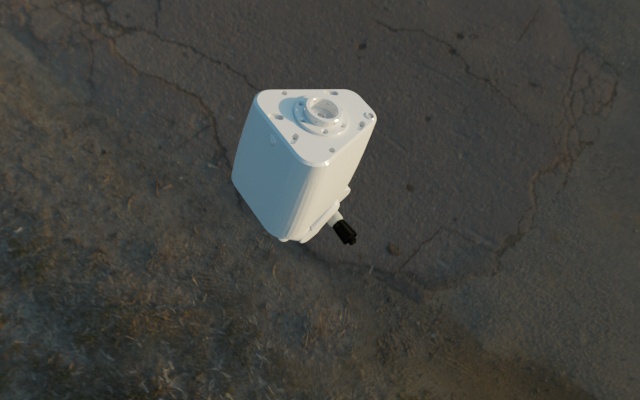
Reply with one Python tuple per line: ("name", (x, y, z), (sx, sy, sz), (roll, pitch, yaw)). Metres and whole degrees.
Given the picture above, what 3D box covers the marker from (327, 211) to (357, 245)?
("marker", (0.000, 0.002, 0.534), (0.020, 0.121, 0.020), (-33, -21, -15))
